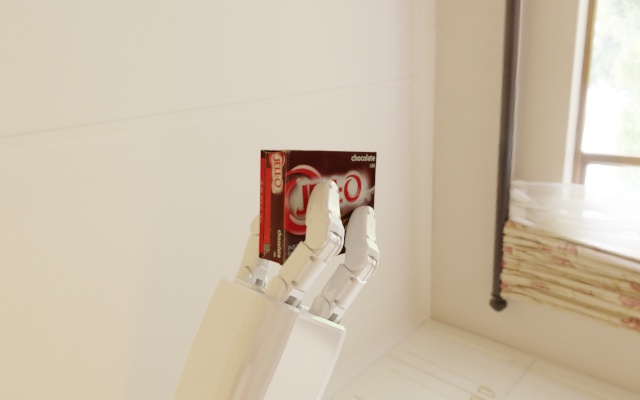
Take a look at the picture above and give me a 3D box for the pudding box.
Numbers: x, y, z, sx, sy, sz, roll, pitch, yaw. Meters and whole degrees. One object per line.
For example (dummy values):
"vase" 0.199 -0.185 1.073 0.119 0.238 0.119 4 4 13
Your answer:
"pudding box" 0.000 0.001 0.408 0.039 0.090 0.113 9 10 41
